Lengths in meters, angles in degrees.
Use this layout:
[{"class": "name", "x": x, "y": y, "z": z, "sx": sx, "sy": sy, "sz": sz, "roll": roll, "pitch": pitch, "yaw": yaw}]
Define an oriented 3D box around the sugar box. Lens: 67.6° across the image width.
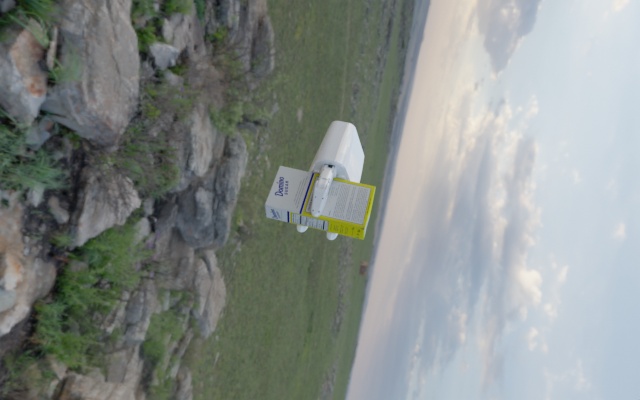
[{"class": "sugar box", "x": 0.000, "y": 0.003, "z": 0.834, "sx": 0.176, "sy": 0.093, "sz": 0.048, "roll": 12, "pitch": -35, "yaw": 9}]
